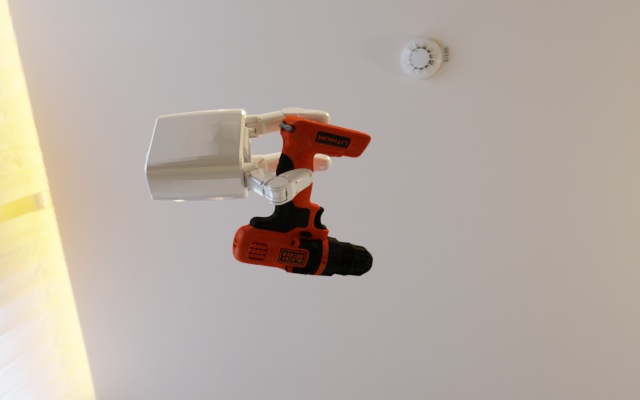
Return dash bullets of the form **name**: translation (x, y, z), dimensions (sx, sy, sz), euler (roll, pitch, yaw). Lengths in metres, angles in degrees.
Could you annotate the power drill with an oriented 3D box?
- **power drill**: translation (0.000, 0.001, 0.580), dimensions (0.184, 0.188, 0.057), euler (10, 10, -24)
